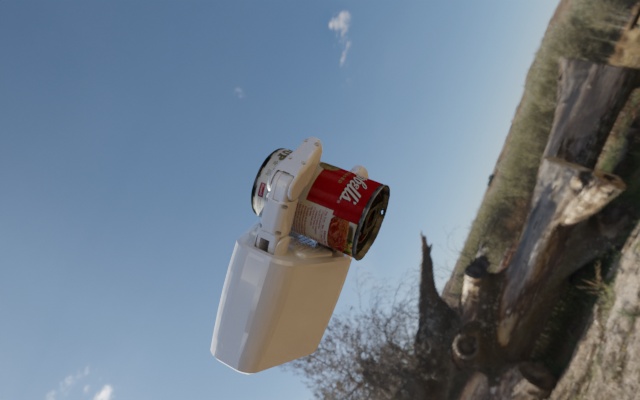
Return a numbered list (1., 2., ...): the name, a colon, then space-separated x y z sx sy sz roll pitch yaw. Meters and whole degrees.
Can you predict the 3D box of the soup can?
1. soup can: 0.000 0.001 0.414 0.102 0.068 0.068 22 8 20
